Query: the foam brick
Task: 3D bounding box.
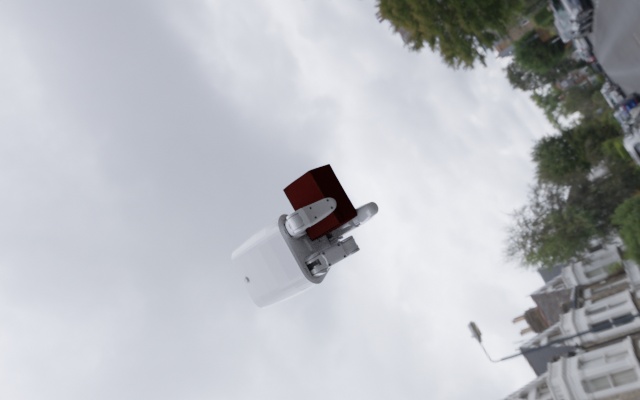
[{"bbox_3d":[0.000,0.002,0.606,0.051,0.078,0.053,-33,-7,34],"label":"foam brick"}]
